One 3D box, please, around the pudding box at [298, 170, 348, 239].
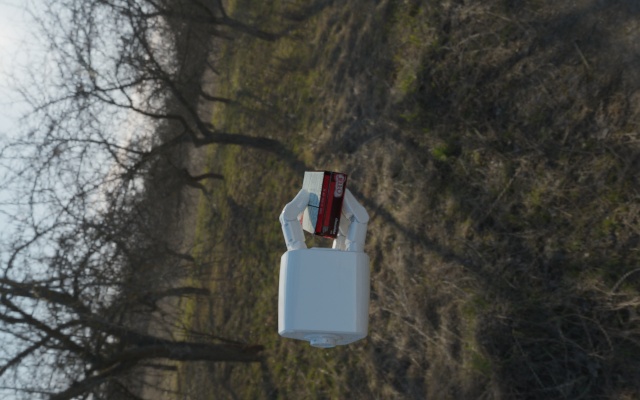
[{"bbox_3d":[0.000,0.002,0.685,0.039,0.090,0.113,10,1,-18],"label":"pudding box"}]
